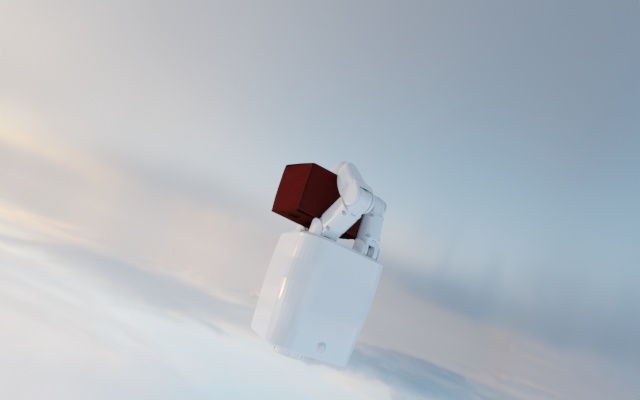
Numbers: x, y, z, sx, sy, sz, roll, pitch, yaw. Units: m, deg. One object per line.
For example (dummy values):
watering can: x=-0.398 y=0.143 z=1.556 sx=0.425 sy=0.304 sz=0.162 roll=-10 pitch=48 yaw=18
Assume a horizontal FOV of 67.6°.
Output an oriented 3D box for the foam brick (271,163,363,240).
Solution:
foam brick: x=0.000 y=0.001 z=0.482 sx=0.078 sy=0.051 sz=0.053 roll=27 pitch=-15 yaw=-31
